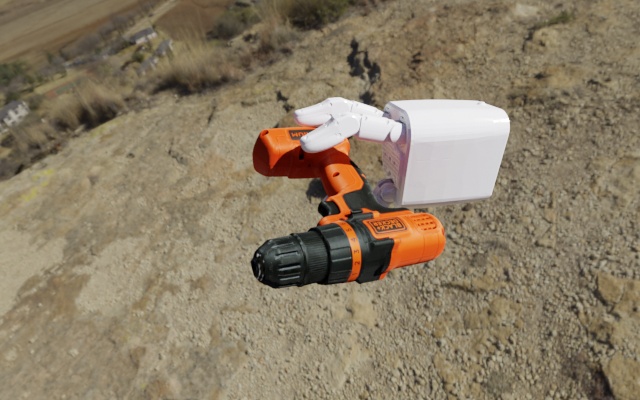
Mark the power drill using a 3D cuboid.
[{"bbox_3d":[0.000,0.001,0.455,0.184,0.057,0.187,-5,42,-29],"label":"power drill"}]
